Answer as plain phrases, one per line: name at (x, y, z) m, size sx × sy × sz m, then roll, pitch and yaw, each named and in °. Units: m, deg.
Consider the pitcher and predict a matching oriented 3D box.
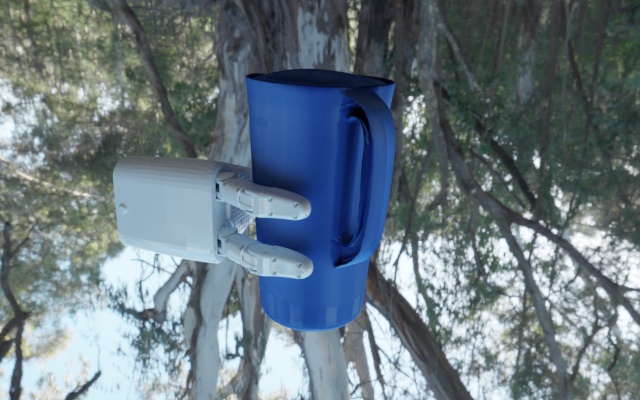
pitcher at (0.000, 0.001, 0.455) m, size 0.145 × 0.243 × 0.149 m, roll 7°, pitch 20°, yaw 14°
